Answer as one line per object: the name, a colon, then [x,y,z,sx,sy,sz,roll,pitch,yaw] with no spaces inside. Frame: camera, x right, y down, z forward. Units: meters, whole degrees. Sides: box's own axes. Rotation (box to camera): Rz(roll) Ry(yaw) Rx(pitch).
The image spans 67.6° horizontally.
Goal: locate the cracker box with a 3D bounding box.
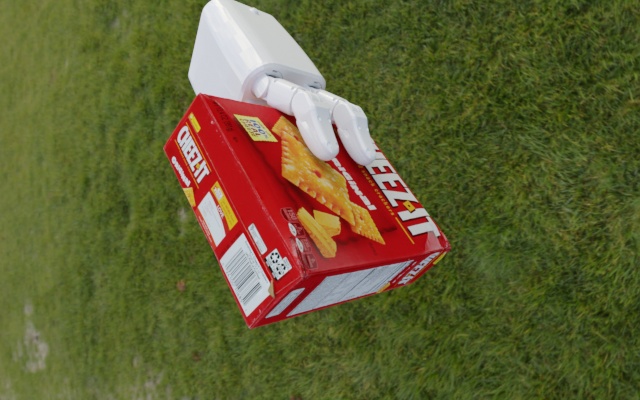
cracker box: [0.000,0.001,0.409,0.214,0.164,0.072,-1,-38,-50]
